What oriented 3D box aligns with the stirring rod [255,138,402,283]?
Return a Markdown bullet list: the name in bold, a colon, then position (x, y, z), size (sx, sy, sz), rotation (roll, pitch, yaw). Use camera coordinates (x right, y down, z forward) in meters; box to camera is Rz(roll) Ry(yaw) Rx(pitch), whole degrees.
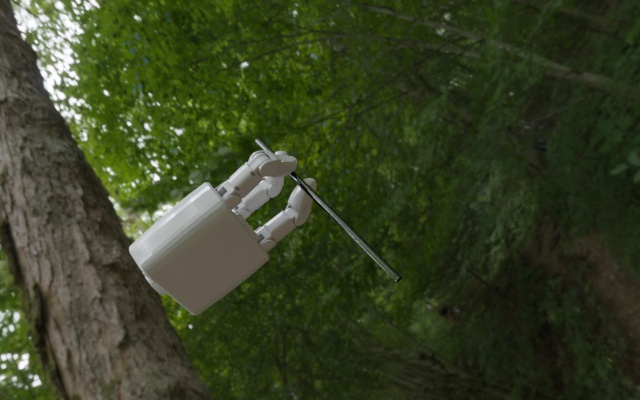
- **stirring rod**: position (0.000, 0.002, 0.512), size (0.239, 0.011, 0.011), rotation (45, 26, 29)
